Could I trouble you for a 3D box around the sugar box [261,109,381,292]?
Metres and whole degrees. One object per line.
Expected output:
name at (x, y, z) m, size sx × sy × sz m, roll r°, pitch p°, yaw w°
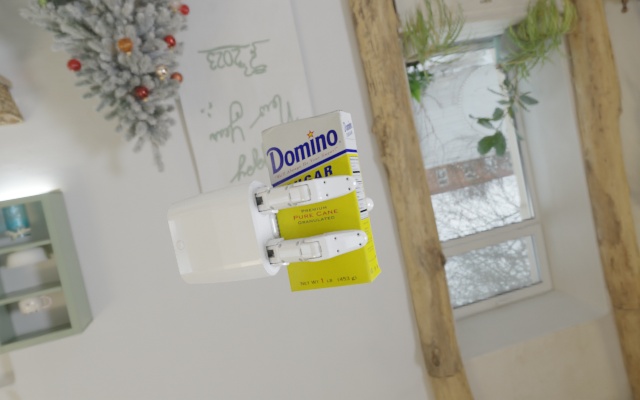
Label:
sugar box at (0.000, 0.002, 0.503) m, size 0.093 × 0.176 × 0.048 m, roll -11°, pitch 3°, yaw 20°
